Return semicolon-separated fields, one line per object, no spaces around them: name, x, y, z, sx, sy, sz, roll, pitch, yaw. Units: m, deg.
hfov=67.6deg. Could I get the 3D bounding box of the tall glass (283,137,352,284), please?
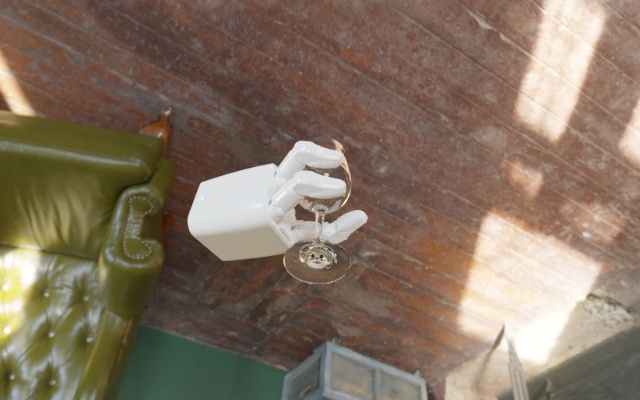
tall glass;0.000;0.002;0.597;0.079;0.079;0.200;0;42;4
